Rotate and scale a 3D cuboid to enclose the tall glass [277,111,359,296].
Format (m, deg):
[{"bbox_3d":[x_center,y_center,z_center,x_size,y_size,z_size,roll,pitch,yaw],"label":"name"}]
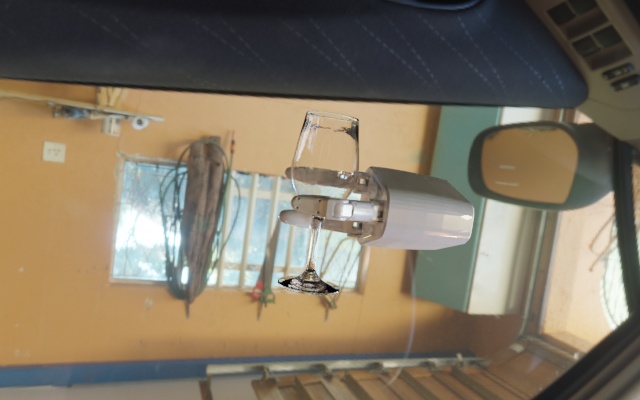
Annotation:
[{"bbox_3d":[0.000,0.002,0.552,0.079,0.201,0.079,8,5,-1],"label":"tall glass"}]
